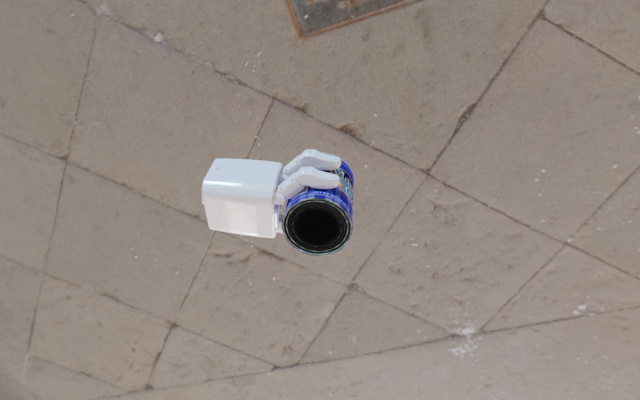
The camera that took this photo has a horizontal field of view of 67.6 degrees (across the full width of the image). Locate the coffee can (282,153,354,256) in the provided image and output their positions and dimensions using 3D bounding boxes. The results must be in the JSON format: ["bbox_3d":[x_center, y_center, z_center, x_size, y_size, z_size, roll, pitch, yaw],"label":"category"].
[{"bbox_3d":[0.000,0.002,0.741,0.103,0.103,0.140,0,32,5],"label":"coffee can"}]
